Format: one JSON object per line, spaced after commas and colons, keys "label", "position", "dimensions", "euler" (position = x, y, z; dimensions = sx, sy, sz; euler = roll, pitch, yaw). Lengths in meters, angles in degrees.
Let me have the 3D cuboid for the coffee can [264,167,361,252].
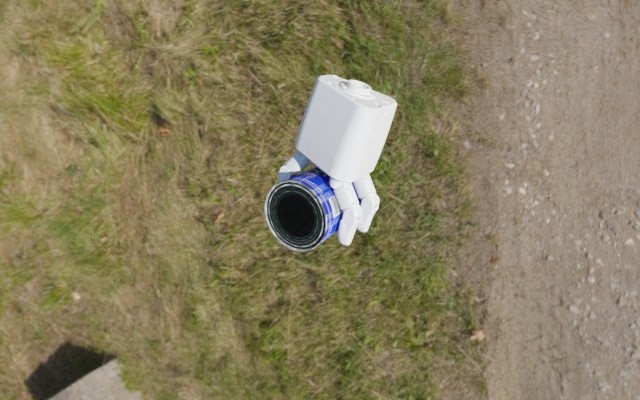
{"label": "coffee can", "position": [0.000, 0.002, 0.704], "dimensions": [0.103, 0.103, 0.140], "euler": [0, 17, 33]}
